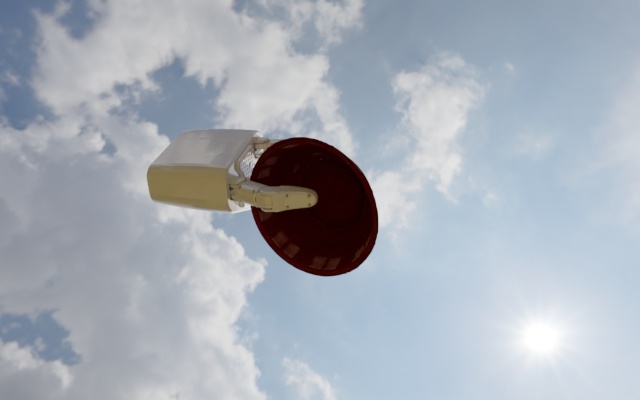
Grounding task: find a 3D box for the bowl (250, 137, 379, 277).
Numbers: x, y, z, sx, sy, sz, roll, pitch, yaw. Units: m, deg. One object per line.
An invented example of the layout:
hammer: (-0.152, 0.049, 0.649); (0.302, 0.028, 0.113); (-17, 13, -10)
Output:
bowl: (0.001, 0.002, 0.537); (0.162, 0.162, 0.055); (0, 20, 31)
